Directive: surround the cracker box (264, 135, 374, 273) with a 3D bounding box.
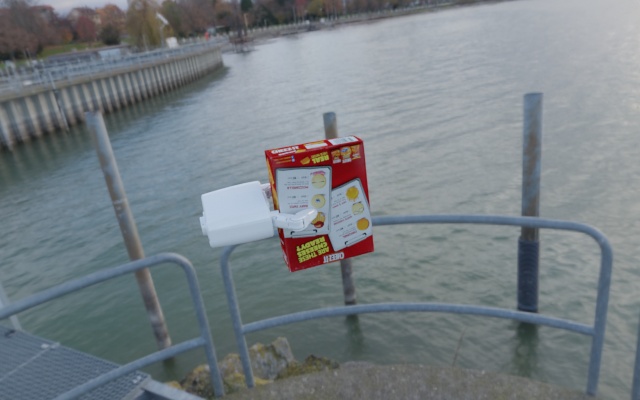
[{"bbox_3d":[0.000,0.003,0.851,0.164,0.214,0.072,-12,21,-12],"label":"cracker box"}]
